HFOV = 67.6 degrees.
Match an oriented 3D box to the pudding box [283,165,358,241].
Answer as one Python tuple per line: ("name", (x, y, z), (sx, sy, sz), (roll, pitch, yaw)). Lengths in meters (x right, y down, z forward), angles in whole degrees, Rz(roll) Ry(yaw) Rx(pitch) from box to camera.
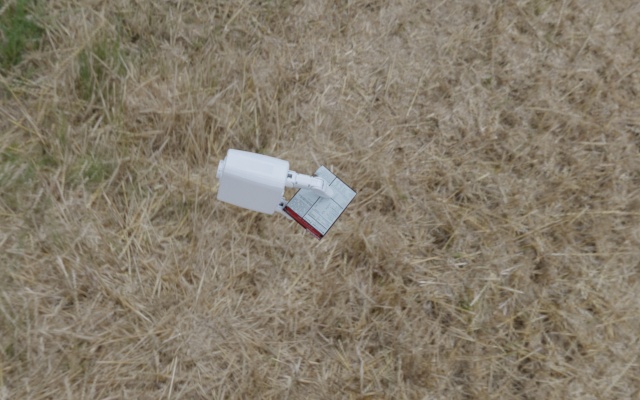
("pudding box", (0.000, 0.003, 0.875), (0.090, 0.113, 0.039), (40, -21, -1))
